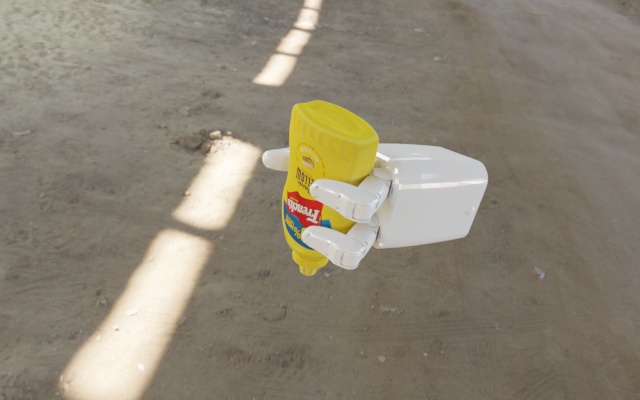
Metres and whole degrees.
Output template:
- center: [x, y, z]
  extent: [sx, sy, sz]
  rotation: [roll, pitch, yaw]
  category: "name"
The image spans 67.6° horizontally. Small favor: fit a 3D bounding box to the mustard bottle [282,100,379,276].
- center: [0.000, 0.001, 0.496]
  extent: [0.058, 0.192, 0.096]
  rotation: [-21, 44, -38]
  category: "mustard bottle"
